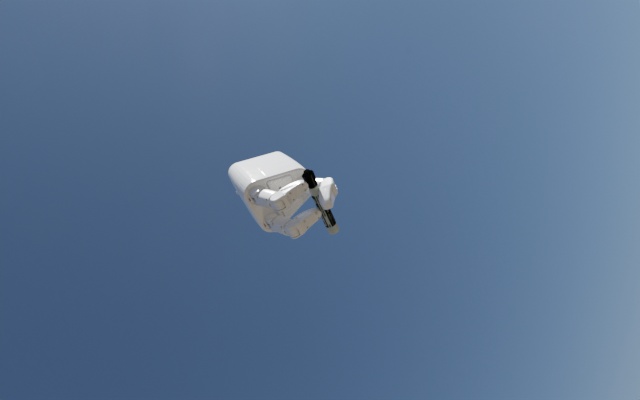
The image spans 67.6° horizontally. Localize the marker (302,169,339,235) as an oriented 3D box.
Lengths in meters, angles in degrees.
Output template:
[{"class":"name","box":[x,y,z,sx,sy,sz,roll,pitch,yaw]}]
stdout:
[{"class":"marker","box":[0.000,0.002,0.731,0.020,0.121,0.020,-17,33,12]}]
